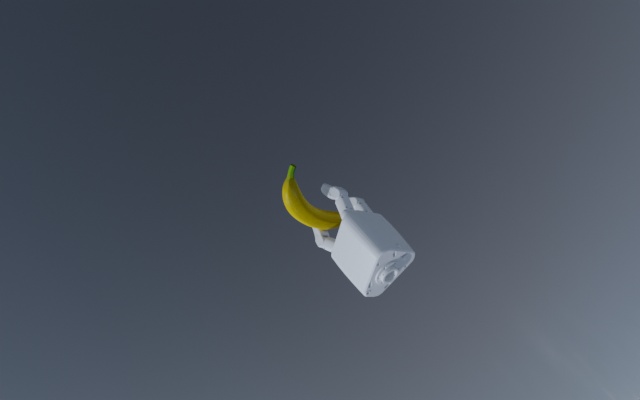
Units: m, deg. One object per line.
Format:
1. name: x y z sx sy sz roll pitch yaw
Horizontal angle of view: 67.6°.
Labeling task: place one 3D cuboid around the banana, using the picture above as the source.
1. banana: -0.015 0.014 0.875 0.198 0.069 0.037 44 2 -46
